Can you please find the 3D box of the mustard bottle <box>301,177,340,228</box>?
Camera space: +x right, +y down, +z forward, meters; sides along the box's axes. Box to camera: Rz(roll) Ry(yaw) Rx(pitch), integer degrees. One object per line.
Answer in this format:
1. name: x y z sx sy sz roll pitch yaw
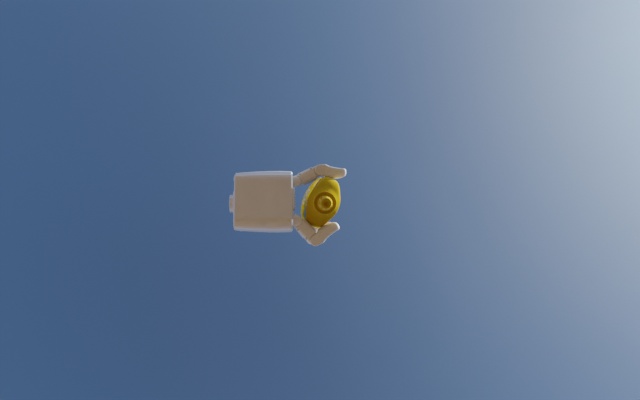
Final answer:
1. mustard bottle: 0.000 0.003 0.898 0.058 0.096 0.191 25 -1 -5
